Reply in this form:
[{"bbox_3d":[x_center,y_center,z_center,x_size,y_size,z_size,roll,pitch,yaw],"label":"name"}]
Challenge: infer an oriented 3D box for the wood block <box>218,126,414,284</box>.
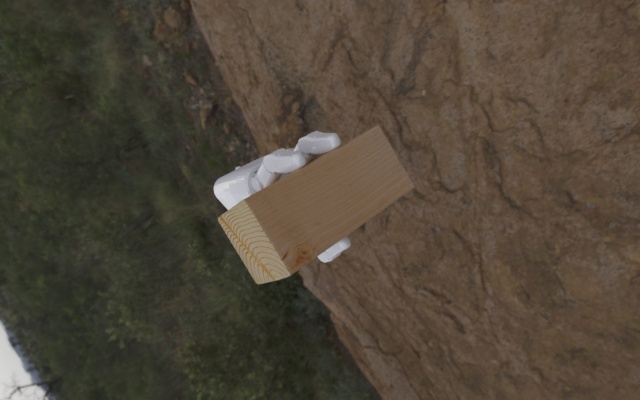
[{"bbox_3d":[0.000,0.002,0.559,0.206,0.091,0.090,-32,3,-33],"label":"wood block"}]
